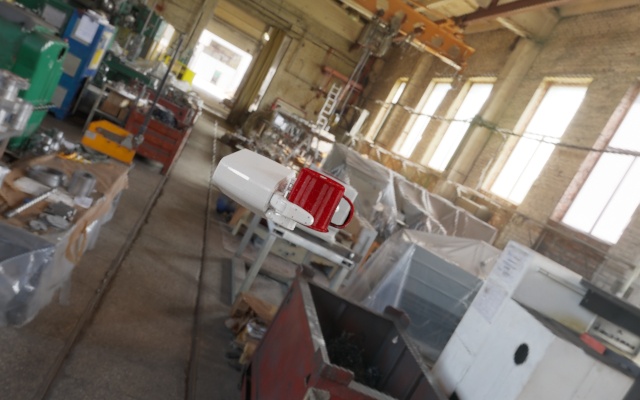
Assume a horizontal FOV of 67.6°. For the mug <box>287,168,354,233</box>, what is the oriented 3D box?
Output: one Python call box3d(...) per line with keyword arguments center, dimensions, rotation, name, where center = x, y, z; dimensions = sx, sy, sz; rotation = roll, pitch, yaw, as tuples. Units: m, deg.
box3d(center=(0.001, 0.003, 0.794), dimensions=(0.117, 0.081, 0.093), rotation=(27, 7, 6), name="mug")
